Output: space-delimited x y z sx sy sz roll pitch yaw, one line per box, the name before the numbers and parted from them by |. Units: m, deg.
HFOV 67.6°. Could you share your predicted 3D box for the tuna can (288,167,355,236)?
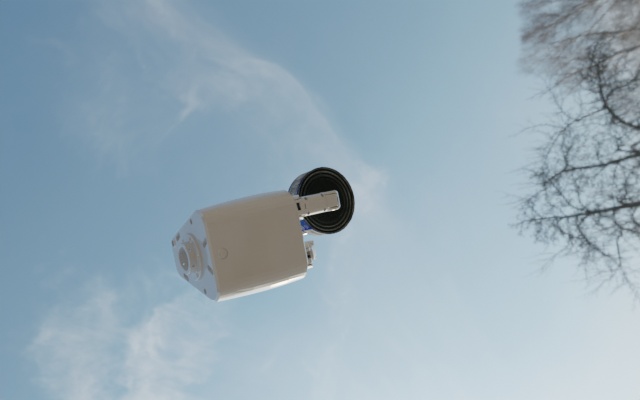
tuna can | 0.000 0.002 0.614 0.086 0.086 0.034 0 -8 -33
